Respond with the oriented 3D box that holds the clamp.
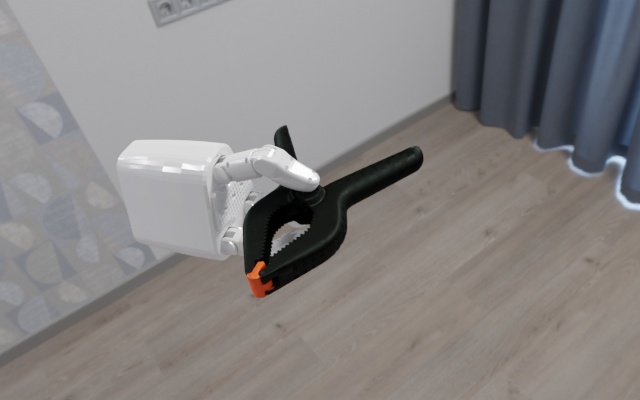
[{"bbox_3d":[0.000,0.001,0.442,0.164,0.036,0.209,6,45,19],"label":"clamp"}]
